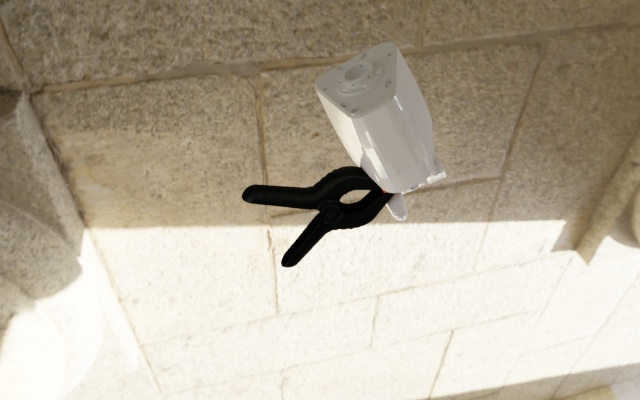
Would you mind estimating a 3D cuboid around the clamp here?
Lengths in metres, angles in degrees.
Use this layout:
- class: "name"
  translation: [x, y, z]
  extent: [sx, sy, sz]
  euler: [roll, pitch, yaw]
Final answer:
- class: "clamp"
  translation: [0.000, 0.002, 0.542]
  extent: [0.171, 0.120, 0.039]
  euler: [-30, 37, 9]
